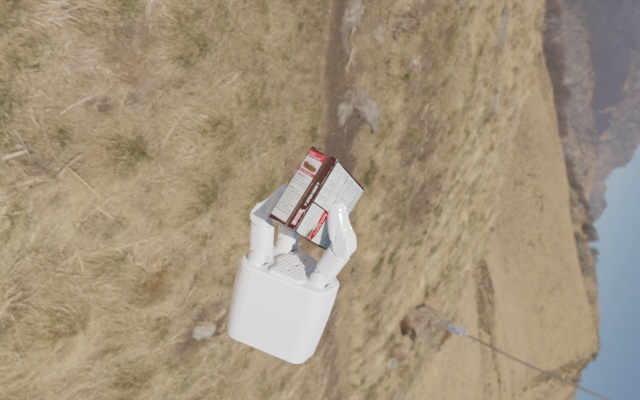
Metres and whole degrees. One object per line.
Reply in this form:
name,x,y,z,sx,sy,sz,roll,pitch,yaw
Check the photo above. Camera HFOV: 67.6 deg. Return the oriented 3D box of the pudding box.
pudding box,0.000,0.002,0.537,0.039,0.090,0.113,29,-4,24
